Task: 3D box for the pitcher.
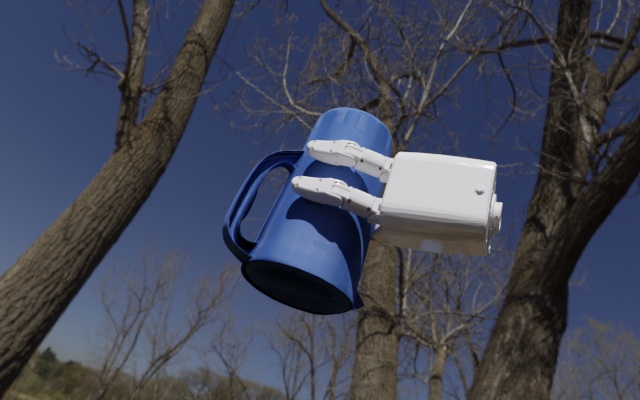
[{"bbox_3d":[0.000,0.002,0.580,0.145,0.242,0.149,6,-32,24],"label":"pitcher"}]
